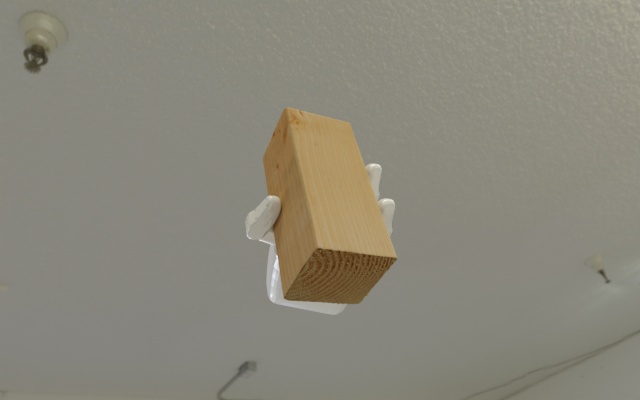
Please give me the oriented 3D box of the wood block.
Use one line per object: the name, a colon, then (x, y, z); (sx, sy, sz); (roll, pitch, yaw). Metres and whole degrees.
wood block: (0.000, 0.002, 0.534); (0.091, 0.206, 0.090); (9, -45, -25)
